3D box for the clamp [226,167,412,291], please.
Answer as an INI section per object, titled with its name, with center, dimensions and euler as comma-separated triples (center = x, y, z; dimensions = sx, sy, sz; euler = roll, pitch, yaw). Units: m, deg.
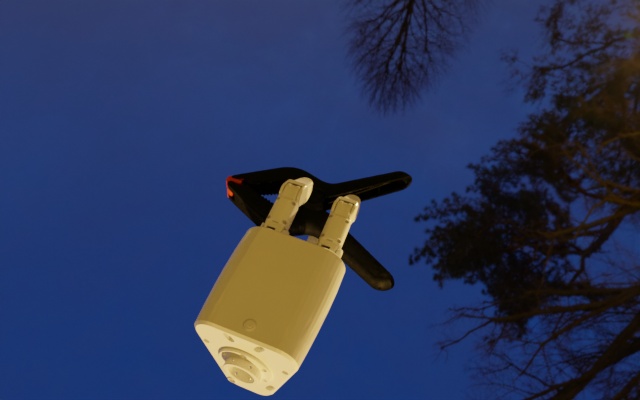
[clamp]
center = -0.001, 0.002, 0.534
dimensions = 0.210, 0.036, 0.164
euler = 18, 47, 11
